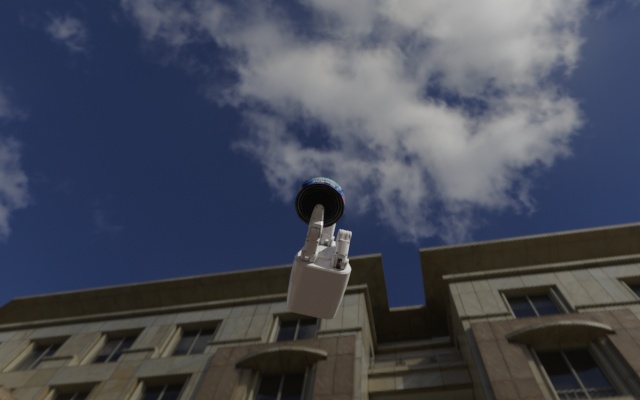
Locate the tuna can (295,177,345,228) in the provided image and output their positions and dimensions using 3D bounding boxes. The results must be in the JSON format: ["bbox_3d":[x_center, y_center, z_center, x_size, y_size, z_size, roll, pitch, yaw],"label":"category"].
[{"bbox_3d":[0.000,0.002,0.831,0.086,0.086,0.033,0,26,7],"label":"tuna can"}]
